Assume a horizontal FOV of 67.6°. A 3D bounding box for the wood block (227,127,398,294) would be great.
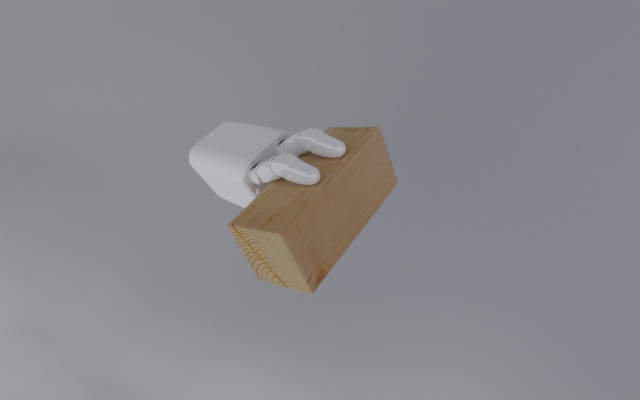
[{"bbox_3d":[0.000,0.002,0.582,0.090,0.091,0.206,7,42,40],"label":"wood block"}]
